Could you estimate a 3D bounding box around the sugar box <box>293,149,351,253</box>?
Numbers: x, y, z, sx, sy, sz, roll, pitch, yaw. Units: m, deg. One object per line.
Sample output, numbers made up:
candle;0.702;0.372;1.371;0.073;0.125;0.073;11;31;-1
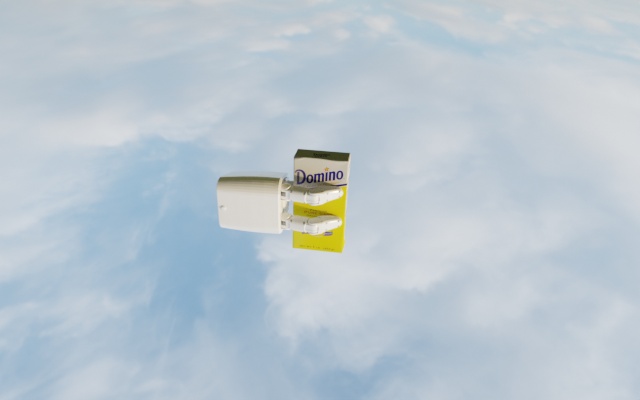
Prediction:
sugar box;0.000;0.003;0.822;0.093;0.176;0.048;5;29;6
